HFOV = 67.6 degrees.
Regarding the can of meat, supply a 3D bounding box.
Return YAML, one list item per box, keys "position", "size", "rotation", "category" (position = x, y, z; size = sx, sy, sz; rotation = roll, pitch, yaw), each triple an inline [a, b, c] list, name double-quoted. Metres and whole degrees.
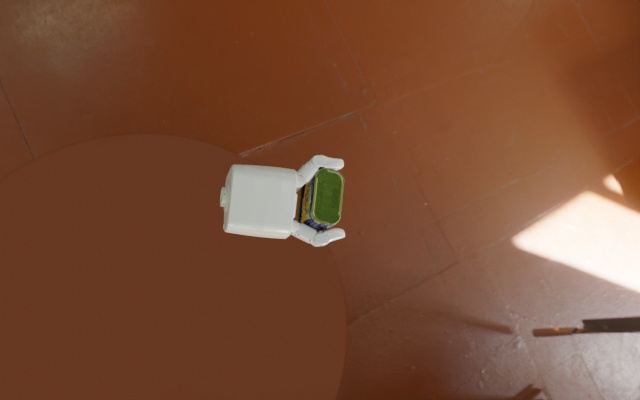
- position: [0.000, 0.003, 0.828]
  size: [0.057, 0.102, 0.084]
  rotation: [10, -17, -16]
  category: "can of meat"
